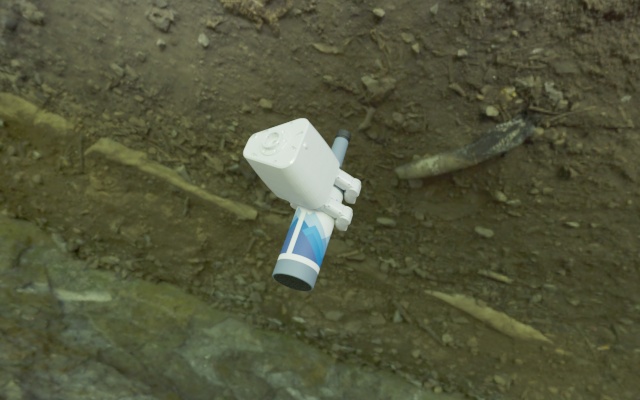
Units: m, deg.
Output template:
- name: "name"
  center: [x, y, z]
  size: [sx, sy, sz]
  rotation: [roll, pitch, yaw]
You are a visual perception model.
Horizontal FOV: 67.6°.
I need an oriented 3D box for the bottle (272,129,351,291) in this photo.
- name: "bottle"
  center: [0.000, 0.003, 0.799]
  size: [0.069, 0.295, 0.069]
  rotation: [15, -27, 8]
